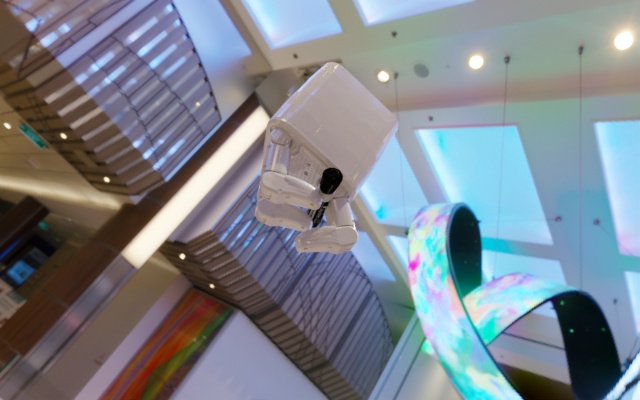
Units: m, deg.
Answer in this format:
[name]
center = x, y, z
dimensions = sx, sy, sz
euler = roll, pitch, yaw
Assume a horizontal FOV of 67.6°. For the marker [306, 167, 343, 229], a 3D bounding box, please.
[marker]
center = 0.000, 0.002, 0.473
dimensions = 0.020, 0.020, 0.121
euler = 0, -25, -13
